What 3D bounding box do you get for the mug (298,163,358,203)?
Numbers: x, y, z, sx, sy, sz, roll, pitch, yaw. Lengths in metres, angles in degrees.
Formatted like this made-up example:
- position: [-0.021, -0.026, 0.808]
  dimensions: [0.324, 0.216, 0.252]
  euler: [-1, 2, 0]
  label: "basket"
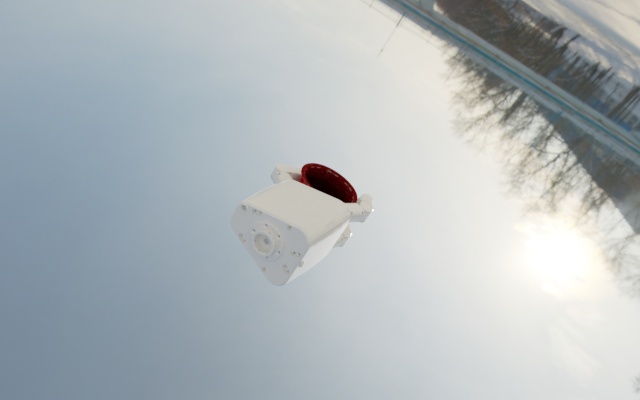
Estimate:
- position: [0.001, 0.002, 0.712]
  dimensions: [0.093, 0.081, 0.117]
  euler: [41, 30, 13]
  label: "mug"
